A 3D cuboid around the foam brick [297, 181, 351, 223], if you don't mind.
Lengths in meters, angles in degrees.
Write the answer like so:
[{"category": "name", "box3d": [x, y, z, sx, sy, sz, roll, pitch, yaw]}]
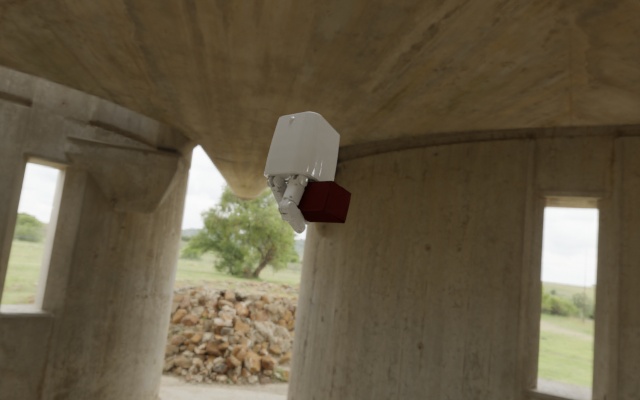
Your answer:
[{"category": "foam brick", "box3d": [0.000, 0.003, 0.751, 0.078, 0.051, 0.053, 0, -23, 43]}]
